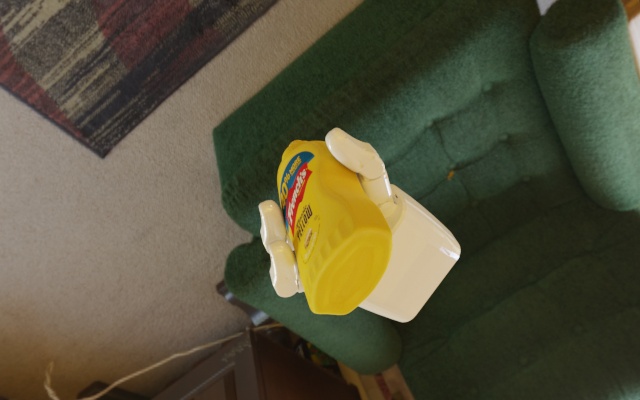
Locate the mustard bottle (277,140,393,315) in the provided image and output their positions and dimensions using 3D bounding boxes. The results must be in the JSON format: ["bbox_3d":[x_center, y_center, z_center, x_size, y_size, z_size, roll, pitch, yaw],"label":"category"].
[{"bbox_3d":[0.000,0.001,0.434,0.058,0.096,0.191,7,35,-23],"label":"mustard bottle"}]
